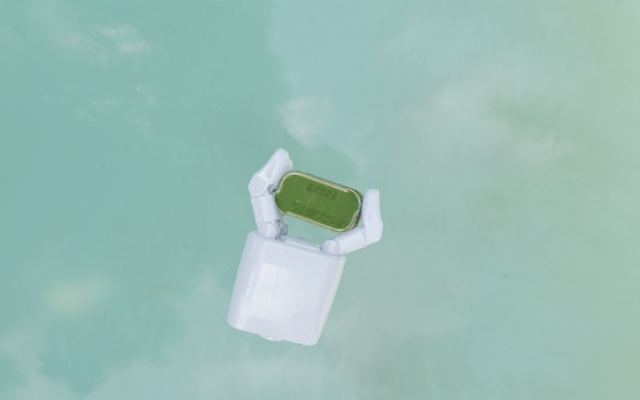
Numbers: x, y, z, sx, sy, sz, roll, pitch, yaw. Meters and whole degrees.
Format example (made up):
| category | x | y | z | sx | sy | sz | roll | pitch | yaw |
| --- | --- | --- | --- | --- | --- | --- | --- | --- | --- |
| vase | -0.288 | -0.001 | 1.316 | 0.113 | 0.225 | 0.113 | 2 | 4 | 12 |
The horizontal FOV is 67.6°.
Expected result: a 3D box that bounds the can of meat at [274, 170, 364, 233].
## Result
| category | x | y | z | sx | sy | sz | roll | pitch | yaw |
| --- | --- | --- | --- | --- | --- | --- | --- | --- | --- |
| can of meat | 0.000 | 0.002 | 0.569 | 0.102 | 0.057 | 0.084 | 19 | 2 | 6 |
